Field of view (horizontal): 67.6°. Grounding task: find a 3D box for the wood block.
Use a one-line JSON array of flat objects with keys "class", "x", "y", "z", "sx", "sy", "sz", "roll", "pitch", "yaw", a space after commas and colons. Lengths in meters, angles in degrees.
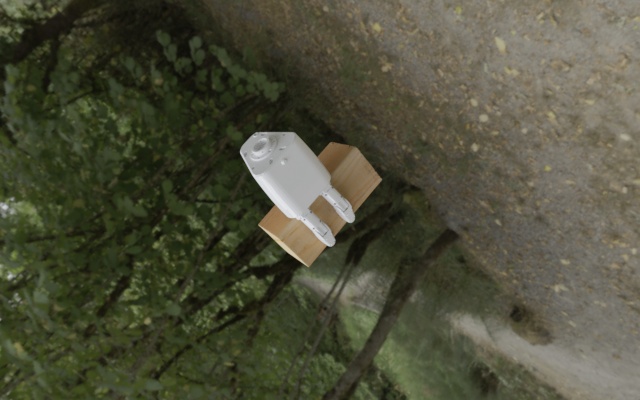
[{"class": "wood block", "x": 0.000, "y": 0.003, "z": 0.859, "sx": 0.090, "sy": 0.206, "sz": 0.091, "roll": 47, "pitch": -12, "yaw": -30}]
